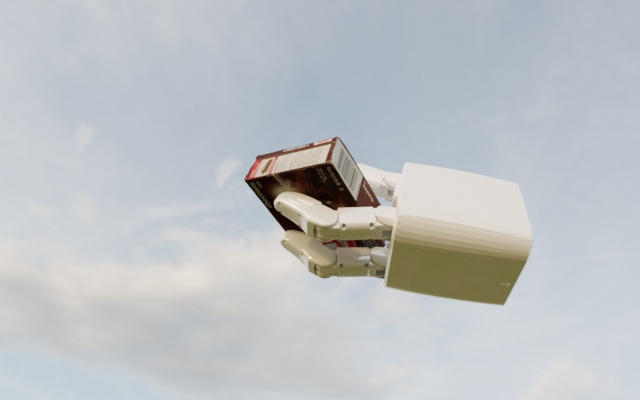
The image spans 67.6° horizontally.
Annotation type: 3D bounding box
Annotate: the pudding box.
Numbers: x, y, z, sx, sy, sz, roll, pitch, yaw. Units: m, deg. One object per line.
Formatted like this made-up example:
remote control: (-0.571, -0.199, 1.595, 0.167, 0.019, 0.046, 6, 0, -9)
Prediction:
pudding box: (0.000, 0.001, 0.434, 0.090, 0.039, 0.113, -10, -50, 30)
